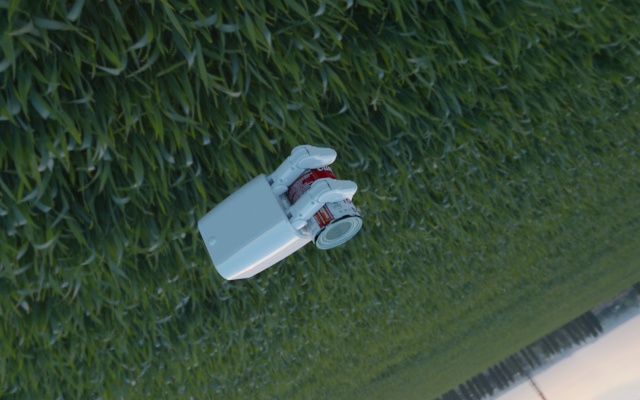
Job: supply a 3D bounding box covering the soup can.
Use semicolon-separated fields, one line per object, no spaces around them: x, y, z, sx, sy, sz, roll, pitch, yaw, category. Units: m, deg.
0.001;0.002;0.605;0.068;0.102;0.068;-23;-29;-14;soup can
